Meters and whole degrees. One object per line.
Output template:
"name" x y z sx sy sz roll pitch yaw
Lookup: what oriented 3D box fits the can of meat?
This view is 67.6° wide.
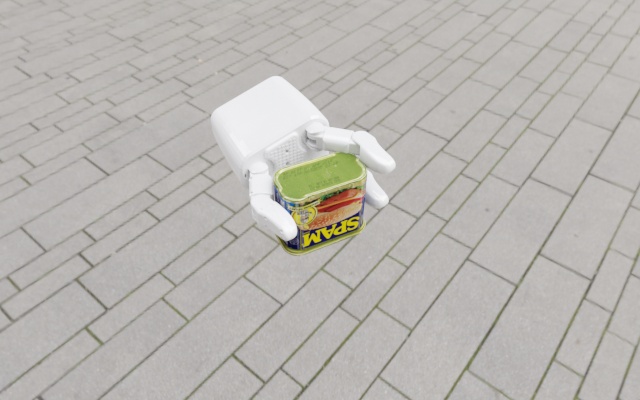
"can of meat" 0.000 0.002 0.515 0.102 0.084 0.057 -19 48 -18
